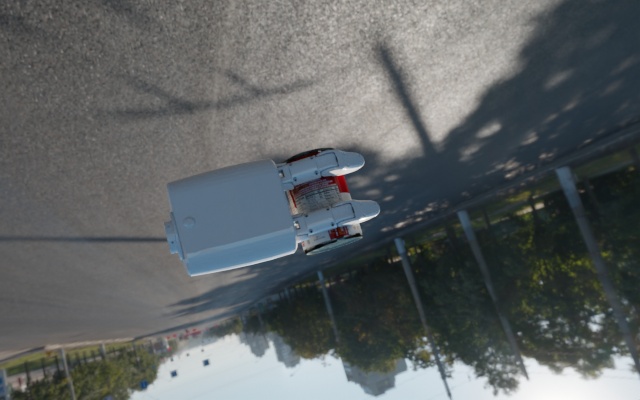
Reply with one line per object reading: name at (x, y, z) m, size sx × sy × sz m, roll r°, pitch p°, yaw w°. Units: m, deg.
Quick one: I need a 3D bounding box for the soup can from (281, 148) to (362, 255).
soup can at (0.001, 0.002, 0.525) m, size 0.068 × 0.102 × 0.068 m, roll -17°, pitch -11°, yaw -3°
